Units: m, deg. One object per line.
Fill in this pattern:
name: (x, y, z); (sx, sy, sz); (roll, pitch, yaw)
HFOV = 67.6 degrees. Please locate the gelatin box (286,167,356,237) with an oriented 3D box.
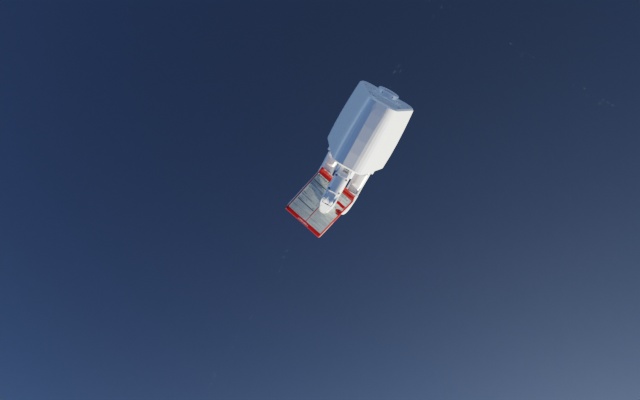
gelatin box: (0.000, 0.003, 0.765); (0.073, 0.089, 0.030); (41, 19, -5)
